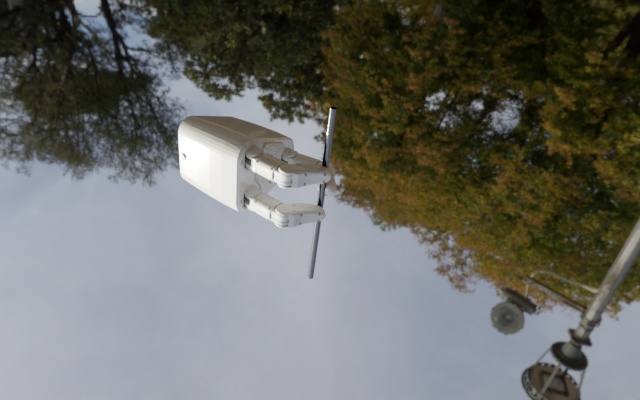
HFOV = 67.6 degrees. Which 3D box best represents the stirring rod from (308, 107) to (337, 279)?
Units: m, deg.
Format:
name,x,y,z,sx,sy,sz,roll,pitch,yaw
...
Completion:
name,x,y,z,sx,sy,sz,roll,pitch,yaw
stirring rod,0.000,0.002,0.573,0.011,0.240,0.011,5,33,-3
